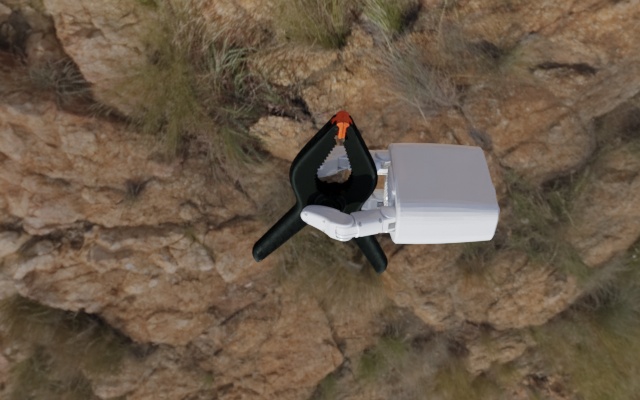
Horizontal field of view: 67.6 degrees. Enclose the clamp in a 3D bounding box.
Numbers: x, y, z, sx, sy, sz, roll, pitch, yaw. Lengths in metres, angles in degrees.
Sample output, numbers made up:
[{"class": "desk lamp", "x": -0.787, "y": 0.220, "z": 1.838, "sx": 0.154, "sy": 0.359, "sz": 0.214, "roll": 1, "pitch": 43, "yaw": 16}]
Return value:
[{"class": "clamp", "x": 0.000, "y": 0.002, "z": 0.530, "sx": 0.164, "sy": 0.210, "sz": 0.036, "roll": 0, "pitch": 36, "yaw": 0}]
